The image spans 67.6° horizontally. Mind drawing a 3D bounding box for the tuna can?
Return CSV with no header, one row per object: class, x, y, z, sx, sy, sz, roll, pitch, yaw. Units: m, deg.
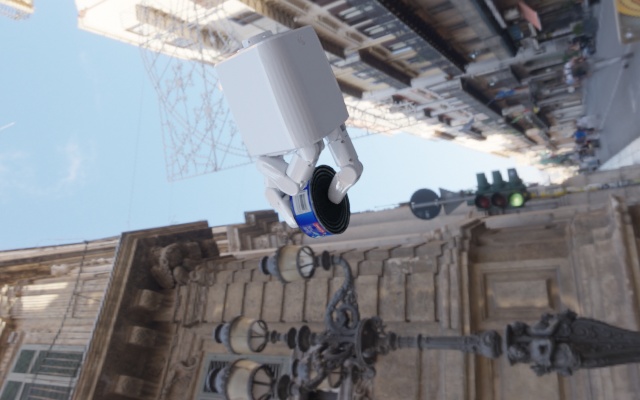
tuna can,0.000,0.002,0.575,0.034,0.086,0.086,-15,-8,32
